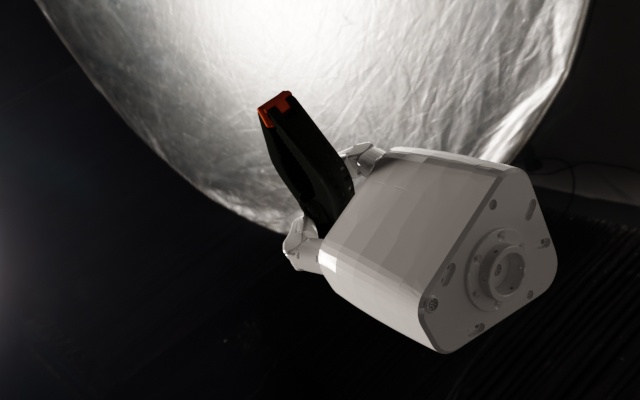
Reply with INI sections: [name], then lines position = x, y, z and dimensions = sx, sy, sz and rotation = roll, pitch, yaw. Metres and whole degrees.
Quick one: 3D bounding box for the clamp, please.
[clamp]
position = -0.001, 0.001, 0.425
dimensions = 0.036, 0.210, 0.164
rotation = -39, 26, -19
